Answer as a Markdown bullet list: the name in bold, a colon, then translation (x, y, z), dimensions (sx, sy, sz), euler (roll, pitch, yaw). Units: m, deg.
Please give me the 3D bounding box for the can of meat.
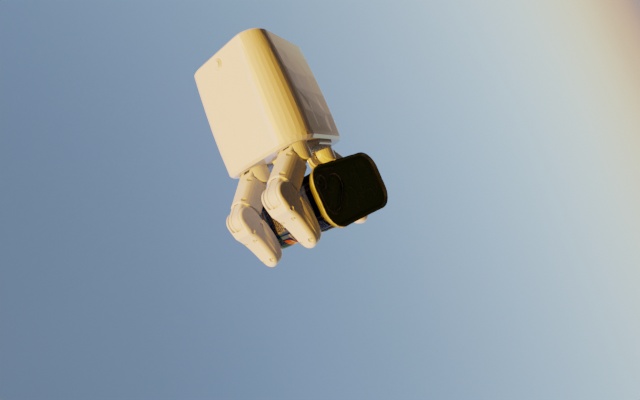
- **can of meat**: translation (0.000, 0.002, 0.450), dimensions (0.084, 0.057, 0.102), euler (-25, -2, 39)
